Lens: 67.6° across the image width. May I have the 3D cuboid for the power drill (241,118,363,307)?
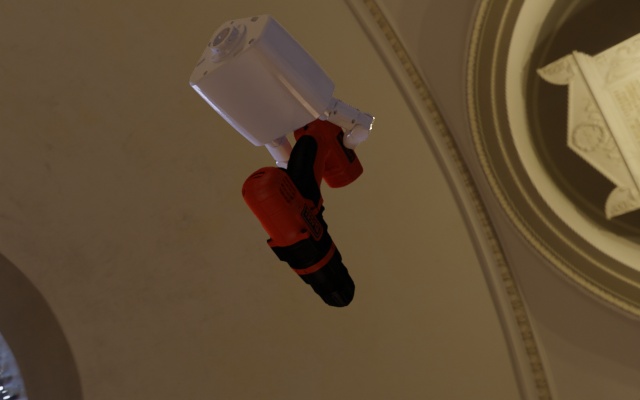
[{"bbox_3d":[0.000,0.001,0.538,0.057,0.184,0.187,-16,33,26],"label":"power drill"}]
